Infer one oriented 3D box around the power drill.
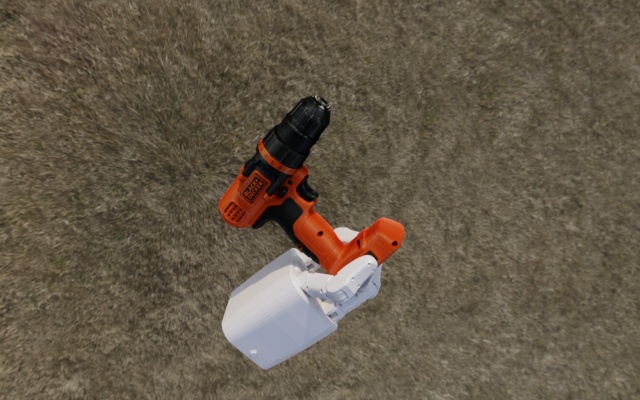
[{"bbox_3d":[0.000,0.002,0.532,0.187,0.184,0.057,40,28,-5],"label":"power drill"}]
